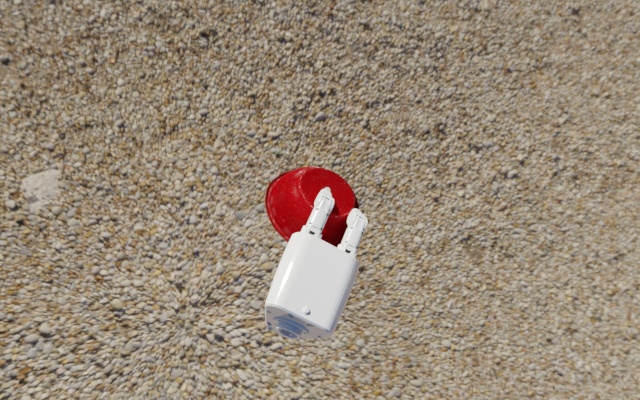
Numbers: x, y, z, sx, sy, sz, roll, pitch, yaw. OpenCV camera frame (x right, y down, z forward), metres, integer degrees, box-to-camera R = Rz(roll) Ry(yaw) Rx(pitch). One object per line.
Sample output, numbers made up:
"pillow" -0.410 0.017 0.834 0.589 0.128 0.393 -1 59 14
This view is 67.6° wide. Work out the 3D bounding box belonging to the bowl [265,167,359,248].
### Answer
"bowl" 0.000 0.001 0.728 0.162 0.162 0.055 0 -36 -30
